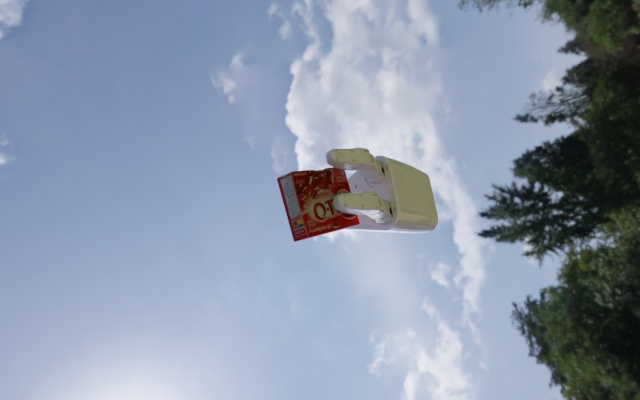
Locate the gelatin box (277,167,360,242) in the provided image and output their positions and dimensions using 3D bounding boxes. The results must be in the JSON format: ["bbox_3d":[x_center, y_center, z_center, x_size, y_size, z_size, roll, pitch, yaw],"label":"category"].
[{"bbox_3d":[0.000,0.002,0.539,0.089,0.073,0.030,-10,-7,-46],"label":"gelatin box"}]
